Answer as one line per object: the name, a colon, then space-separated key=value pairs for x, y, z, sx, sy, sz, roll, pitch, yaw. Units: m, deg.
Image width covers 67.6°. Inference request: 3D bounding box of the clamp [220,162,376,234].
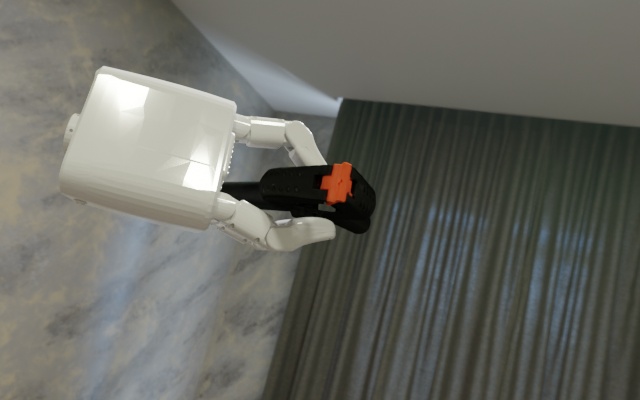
clamp: x=0.000 y=0.000 z=0.420 sx=0.164 sy=0.036 sz=0.210 roll=12 pitch=-9 yaw=-18
